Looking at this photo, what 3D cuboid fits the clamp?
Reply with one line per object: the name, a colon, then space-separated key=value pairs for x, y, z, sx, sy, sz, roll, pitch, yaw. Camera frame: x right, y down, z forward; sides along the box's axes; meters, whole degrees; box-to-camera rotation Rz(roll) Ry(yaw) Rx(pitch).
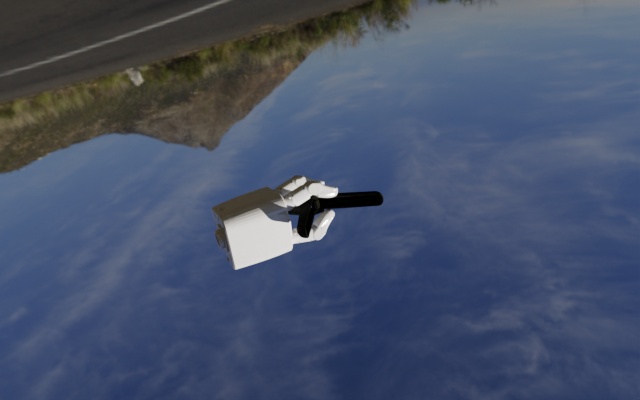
clamp: x=0.000 y=0.003 z=0.849 sx=0.164 sy=0.036 sz=0.210 roll=-19 pitch=20 yaw=-20
